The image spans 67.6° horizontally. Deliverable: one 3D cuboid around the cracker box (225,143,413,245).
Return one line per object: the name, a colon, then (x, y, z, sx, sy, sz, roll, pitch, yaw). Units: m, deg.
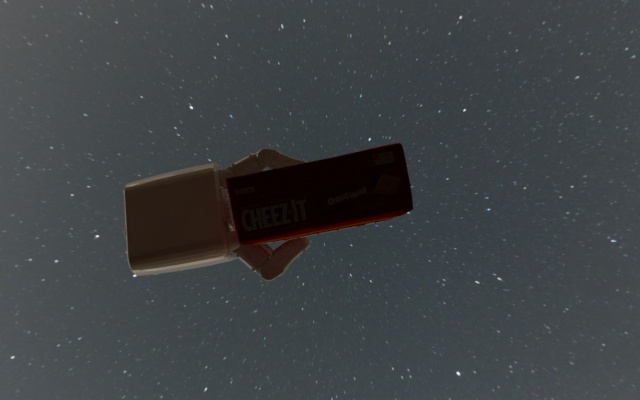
cracker box: (0.000, 0.002, 0.530, 0.164, 0.072, 0.214, -12, -3, 0)
